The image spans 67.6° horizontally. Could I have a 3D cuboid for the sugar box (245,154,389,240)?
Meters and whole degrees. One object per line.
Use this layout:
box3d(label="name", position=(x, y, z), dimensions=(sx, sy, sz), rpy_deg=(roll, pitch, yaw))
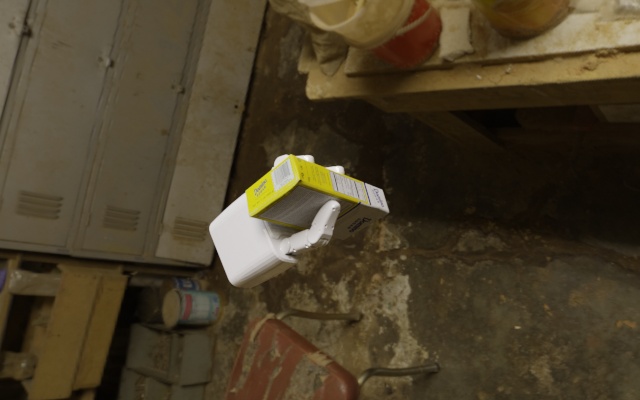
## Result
box3d(label="sugar box", position=(0.000, 0.002, 0.631), dimensions=(0.093, 0.048, 0.176), rpy_deg=(-34, -32, 33))
